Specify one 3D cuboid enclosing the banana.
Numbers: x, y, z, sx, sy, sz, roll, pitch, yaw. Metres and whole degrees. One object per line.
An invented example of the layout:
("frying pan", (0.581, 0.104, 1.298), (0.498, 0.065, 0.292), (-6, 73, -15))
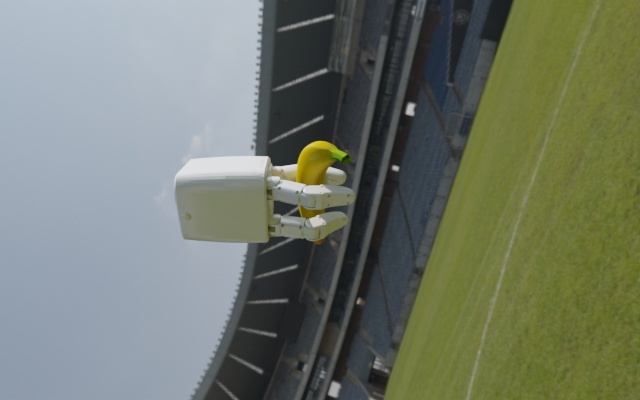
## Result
("banana", (-0.007, -0.015, 0.610), (0.037, 0.069, 0.198), (-17, -29, -18))
